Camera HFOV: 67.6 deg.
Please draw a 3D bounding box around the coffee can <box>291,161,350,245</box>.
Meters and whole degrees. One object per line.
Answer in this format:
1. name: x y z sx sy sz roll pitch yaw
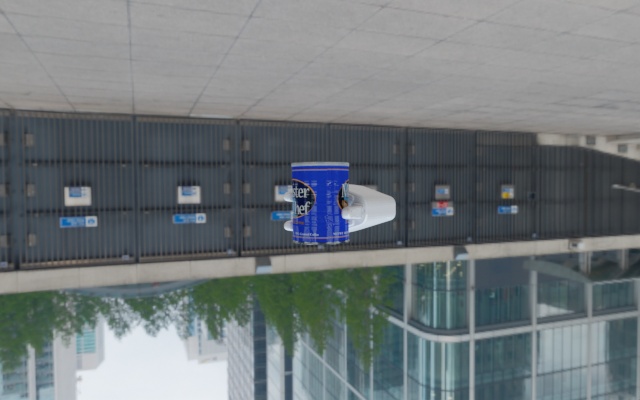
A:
1. coffee can: 0.000 0.003 0.850 0.103 0.140 0.103 0 2 0
